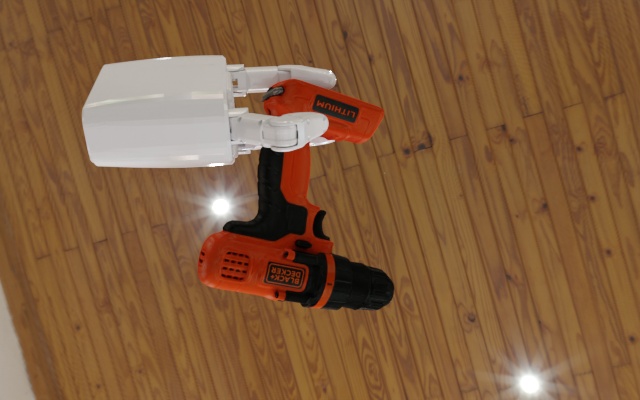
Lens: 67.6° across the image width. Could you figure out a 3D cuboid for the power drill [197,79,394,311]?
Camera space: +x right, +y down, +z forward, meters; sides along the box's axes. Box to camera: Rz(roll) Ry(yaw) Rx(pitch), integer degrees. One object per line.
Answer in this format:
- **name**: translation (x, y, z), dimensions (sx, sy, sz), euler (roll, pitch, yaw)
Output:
- **power drill**: translation (0.000, 0.001, 0.425), dimensions (0.184, 0.187, 0.057), euler (14, -5, -25)
